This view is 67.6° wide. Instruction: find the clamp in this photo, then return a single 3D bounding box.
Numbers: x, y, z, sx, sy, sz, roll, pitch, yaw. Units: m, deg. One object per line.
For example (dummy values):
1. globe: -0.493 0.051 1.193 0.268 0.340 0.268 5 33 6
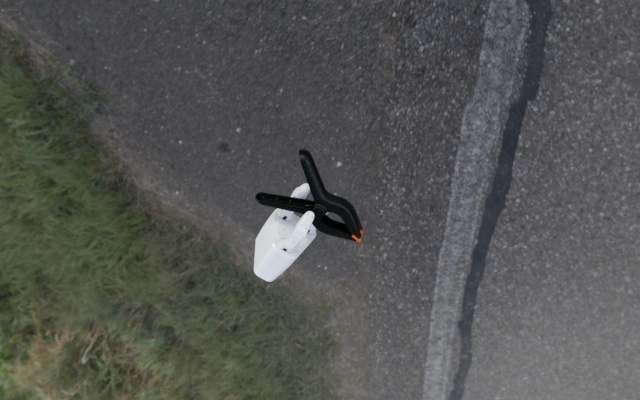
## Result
1. clamp: 0.000 0.004 0.879 0.210 0.036 0.165 32 -46 -10
